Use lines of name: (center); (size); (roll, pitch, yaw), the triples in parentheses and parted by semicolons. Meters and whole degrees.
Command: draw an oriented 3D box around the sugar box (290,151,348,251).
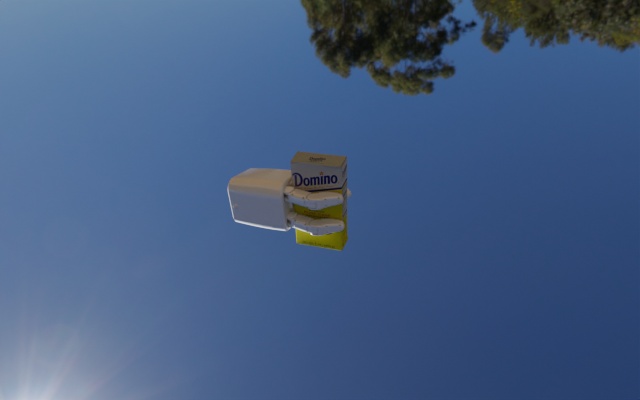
sugar box: (0.000, 0.003, 0.851); (0.093, 0.176, 0.048); (7, 36, 16)
